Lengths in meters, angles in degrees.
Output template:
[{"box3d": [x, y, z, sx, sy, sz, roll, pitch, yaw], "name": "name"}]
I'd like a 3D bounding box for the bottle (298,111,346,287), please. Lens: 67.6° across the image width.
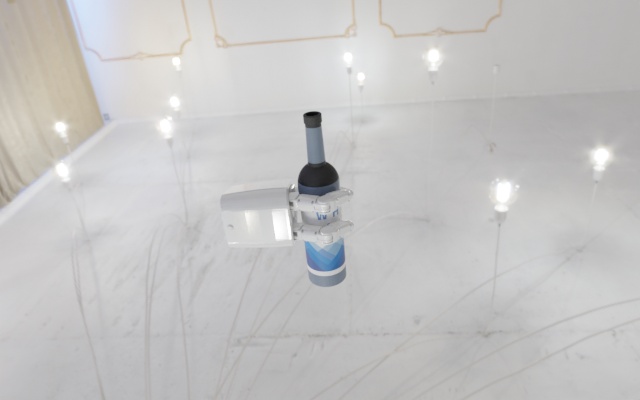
[{"box3d": [0.000, 0.003, 0.765, 0.069, 0.296, 0.069, -4, 29, 2], "name": "bottle"}]
